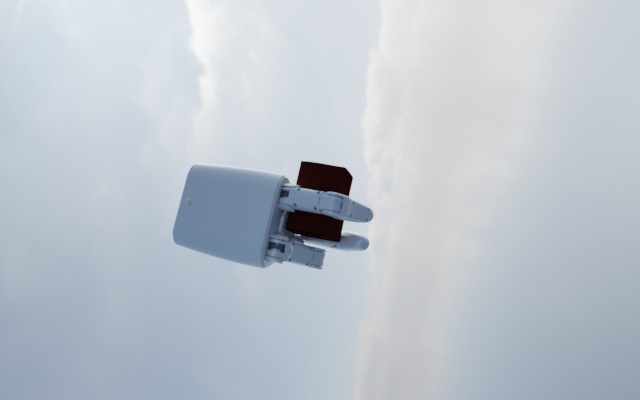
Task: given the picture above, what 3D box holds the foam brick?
[{"bbox_3d":[0.000,0.001,0.521,0.051,0.078,0.053,10,-8,14],"label":"foam brick"}]
